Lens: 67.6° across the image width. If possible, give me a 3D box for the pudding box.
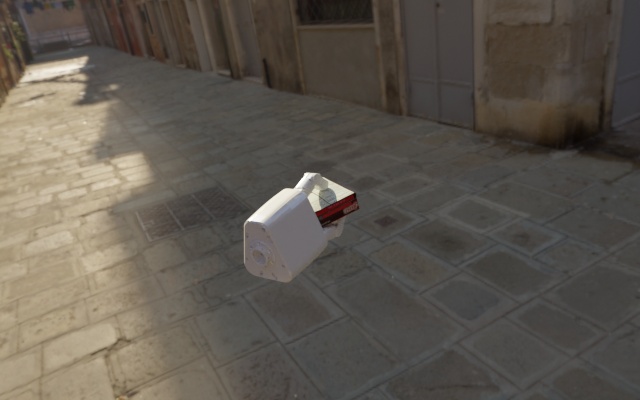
[{"bbox_3d":[0.000,0.003,0.844,0.090,0.039,0.113,-25,30,-23],"label":"pudding box"}]
